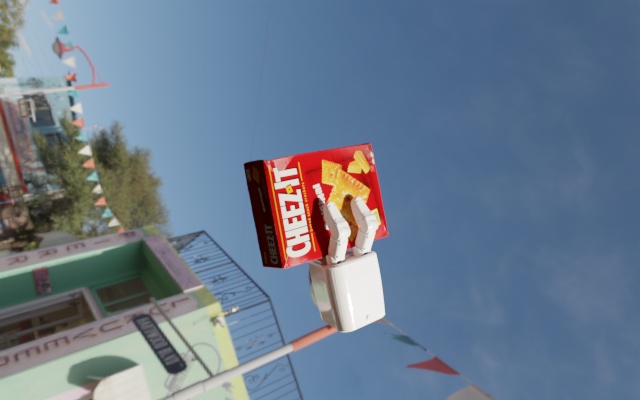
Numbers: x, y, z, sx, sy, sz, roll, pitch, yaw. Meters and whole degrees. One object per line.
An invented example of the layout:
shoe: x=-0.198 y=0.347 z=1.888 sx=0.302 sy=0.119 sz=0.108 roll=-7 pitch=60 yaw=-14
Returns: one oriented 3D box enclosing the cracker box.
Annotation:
cracker box: x=0.000 y=0.002 z=0.763 sx=0.213 sy=0.164 sz=0.072 roll=-13 pitch=5 yaw=-35
